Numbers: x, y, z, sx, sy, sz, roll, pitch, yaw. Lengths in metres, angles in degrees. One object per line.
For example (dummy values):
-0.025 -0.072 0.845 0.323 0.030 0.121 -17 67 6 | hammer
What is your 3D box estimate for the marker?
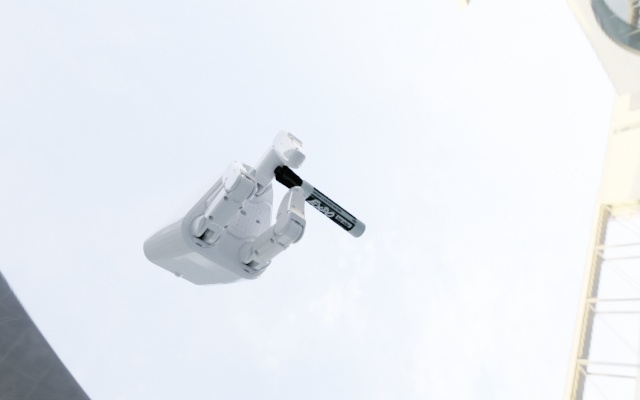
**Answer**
0.000 0.002 0.490 0.121 0.020 0.020 36 -19 -29 | marker
